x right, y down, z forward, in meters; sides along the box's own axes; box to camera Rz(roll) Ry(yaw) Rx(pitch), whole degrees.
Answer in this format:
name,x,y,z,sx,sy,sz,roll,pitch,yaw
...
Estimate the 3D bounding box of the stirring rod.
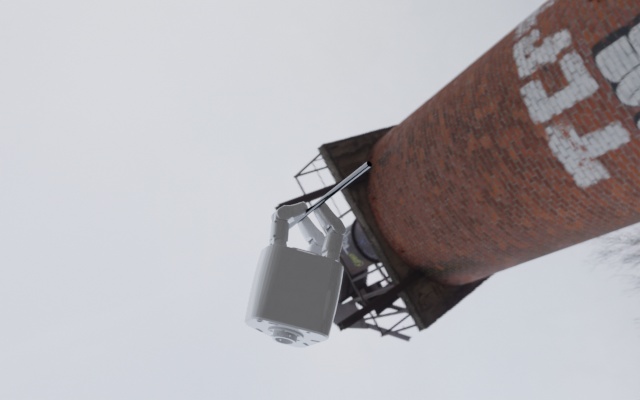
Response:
name,x,y,z,sx,sy,sz,roll,pitch,yaw
stirring rod,0.000,0.002,0.682,0.011,0.011,0.240,0,-23,-33
